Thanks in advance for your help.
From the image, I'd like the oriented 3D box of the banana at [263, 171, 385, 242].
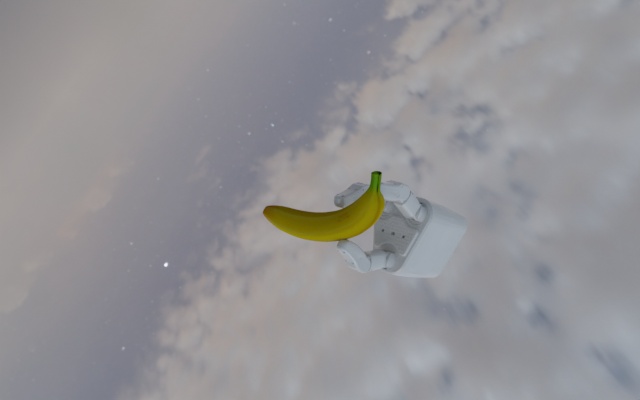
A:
[{"bbox_3d":[0.008,0.019,0.600,0.198,0.069,0.037,-17,-1,38],"label":"banana"}]
